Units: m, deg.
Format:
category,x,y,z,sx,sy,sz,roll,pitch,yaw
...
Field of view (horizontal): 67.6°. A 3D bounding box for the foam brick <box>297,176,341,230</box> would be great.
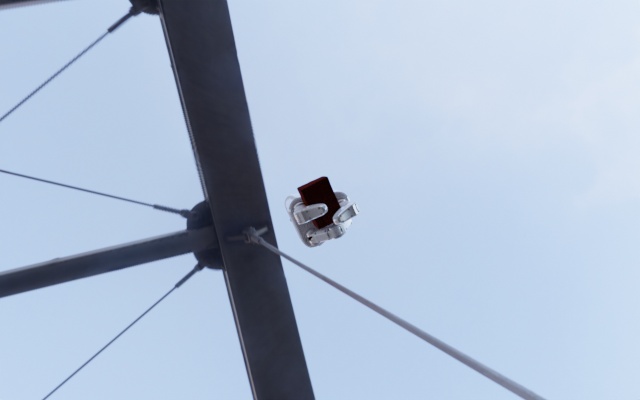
category,x,y,z,sx,sy,sz,roll,pitch,yaw
foam brick,0.000,0.002,0.828,0.053,0.078,0.051,-25,11,-7
